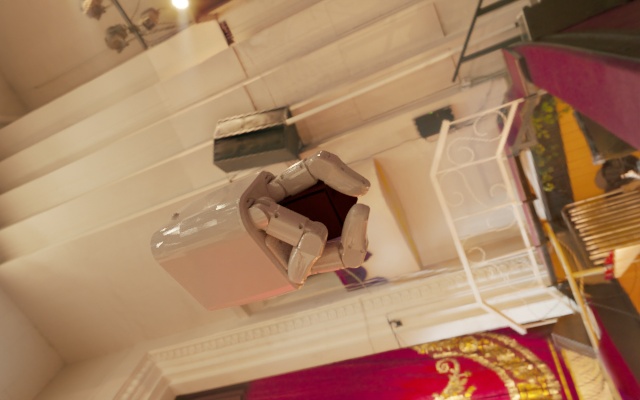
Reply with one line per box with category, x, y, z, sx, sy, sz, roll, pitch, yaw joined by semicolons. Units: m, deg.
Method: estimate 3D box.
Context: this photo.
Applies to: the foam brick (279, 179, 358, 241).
foam brick;0.000;0.001;0.477;0.051;0.053;0.078;-21;19;20
